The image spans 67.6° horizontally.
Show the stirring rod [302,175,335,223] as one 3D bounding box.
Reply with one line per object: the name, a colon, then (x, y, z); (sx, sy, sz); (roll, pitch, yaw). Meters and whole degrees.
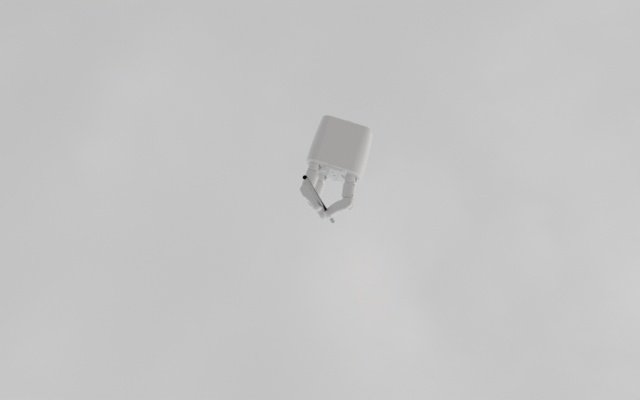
stirring rod: (0.000, 0.003, 0.888); (0.011, 0.011, 0.240); (0, -20, 13)
